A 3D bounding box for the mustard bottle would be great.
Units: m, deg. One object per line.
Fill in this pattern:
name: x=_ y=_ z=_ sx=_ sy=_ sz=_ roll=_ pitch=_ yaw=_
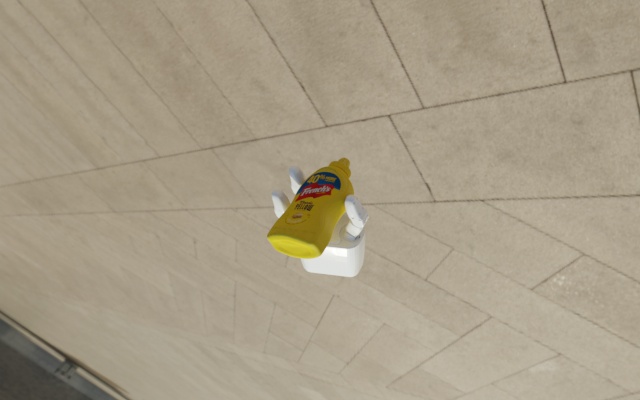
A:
mustard bottle: x=0.000 y=0.002 z=0.763 sx=0.096 sy=0.191 sz=0.058 roll=3 pitch=-42 yaw=38
